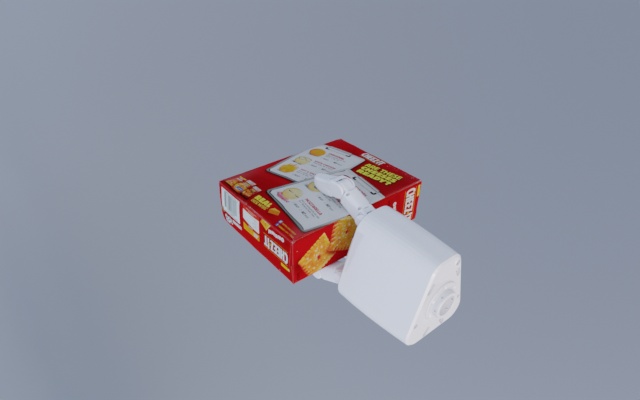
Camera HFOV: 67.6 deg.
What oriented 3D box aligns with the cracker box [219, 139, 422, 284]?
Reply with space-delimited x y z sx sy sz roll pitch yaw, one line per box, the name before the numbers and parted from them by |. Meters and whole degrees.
cracker box | 0.000 0.002 0.634 0.213 0.072 0.164 -23 40 -33
